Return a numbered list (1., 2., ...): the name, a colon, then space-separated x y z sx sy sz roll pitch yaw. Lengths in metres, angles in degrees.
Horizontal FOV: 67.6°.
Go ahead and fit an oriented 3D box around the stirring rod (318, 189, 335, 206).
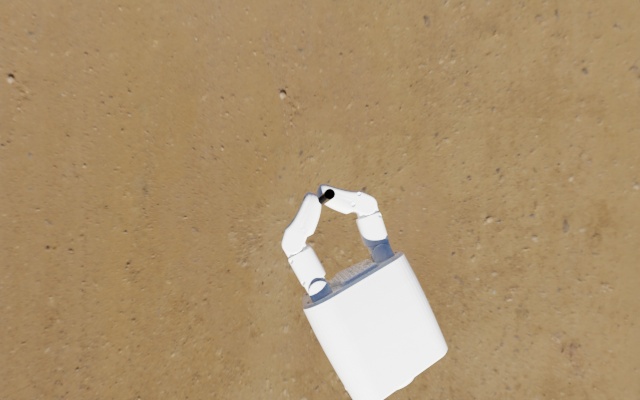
1. stirring rod: 0.000 0.002 0.470 0.011 0.011 0.239 0 -3 -3
